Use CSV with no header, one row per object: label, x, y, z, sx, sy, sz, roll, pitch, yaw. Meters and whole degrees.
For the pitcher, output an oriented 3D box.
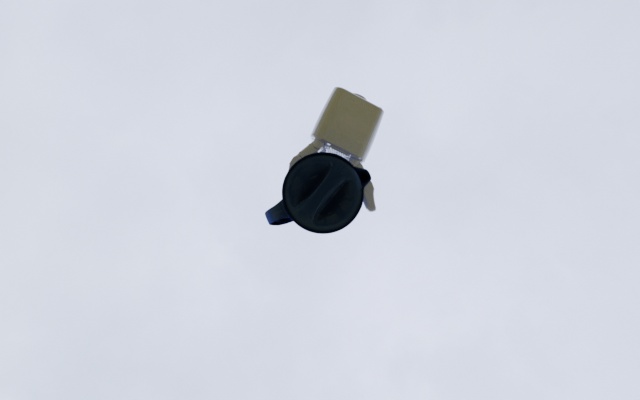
pitcher,0.000,0.003,0.880,0.149,0.145,0.243,20,-5,5
